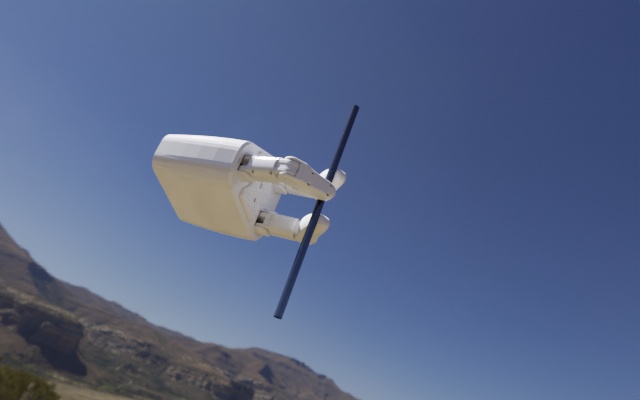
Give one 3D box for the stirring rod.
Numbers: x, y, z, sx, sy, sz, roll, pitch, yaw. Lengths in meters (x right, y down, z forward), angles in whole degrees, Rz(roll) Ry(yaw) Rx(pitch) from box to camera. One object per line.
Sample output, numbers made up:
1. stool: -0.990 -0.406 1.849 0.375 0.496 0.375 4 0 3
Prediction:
1. stirring rod: 0.000 0.002 0.475 0.011 0.239 0.011 17 -23 8
